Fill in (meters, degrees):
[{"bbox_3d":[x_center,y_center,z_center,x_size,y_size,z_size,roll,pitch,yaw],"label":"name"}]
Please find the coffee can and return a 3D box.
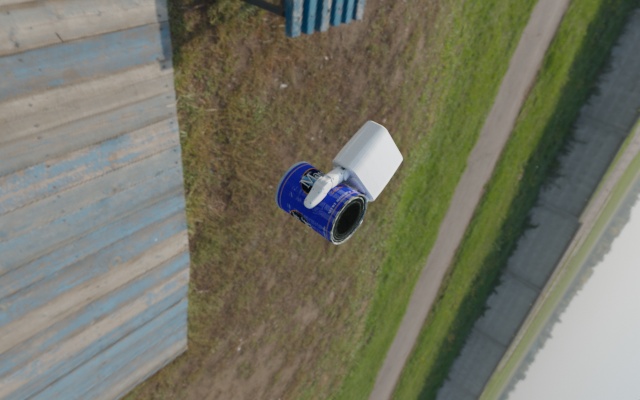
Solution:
[{"bbox_3d":[0.000,0.003,0.886,0.140,0.103,0.103,32,17,29],"label":"coffee can"}]
